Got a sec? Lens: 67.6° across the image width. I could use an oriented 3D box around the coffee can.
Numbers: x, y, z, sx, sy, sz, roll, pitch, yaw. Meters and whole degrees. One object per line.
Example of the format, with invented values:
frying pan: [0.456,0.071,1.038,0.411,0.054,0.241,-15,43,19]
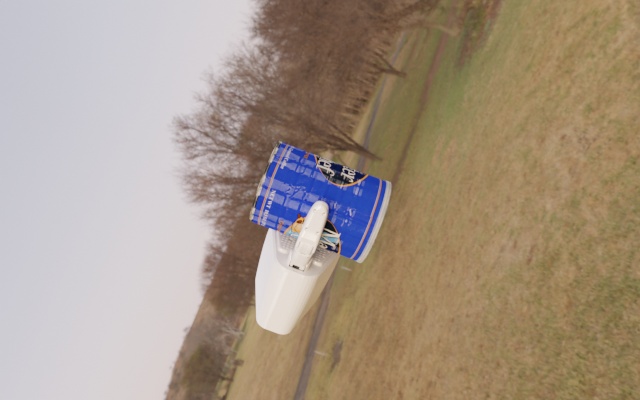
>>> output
coffee can: [0.000,0.002,0.565,0.140,0.103,0.103,21,-1,-1]
